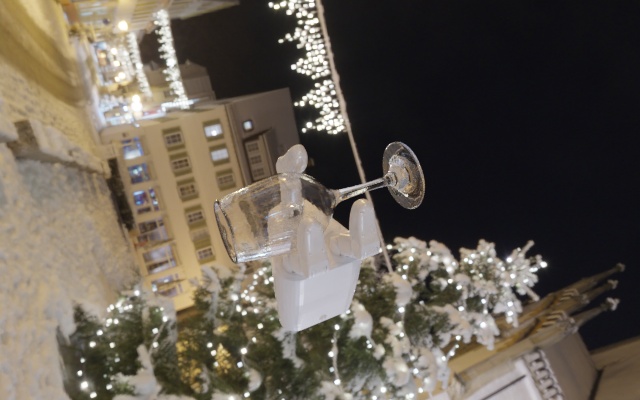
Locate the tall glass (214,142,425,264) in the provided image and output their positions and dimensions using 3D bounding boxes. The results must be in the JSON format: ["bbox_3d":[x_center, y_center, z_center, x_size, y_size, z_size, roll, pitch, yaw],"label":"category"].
[{"bbox_3d":[0.001,0.001,0.476,0.201,0.079,0.079,-17,6,-21],"label":"tall glass"}]
